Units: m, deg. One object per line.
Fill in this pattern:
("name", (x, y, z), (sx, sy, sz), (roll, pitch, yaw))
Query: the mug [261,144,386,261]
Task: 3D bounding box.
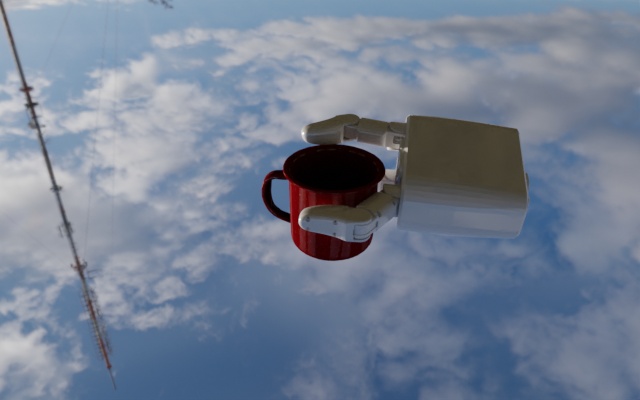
("mug", (-0.001, 0.002, 0.456), (0.117, 0.082, 0.093), (7, 33, 9))
